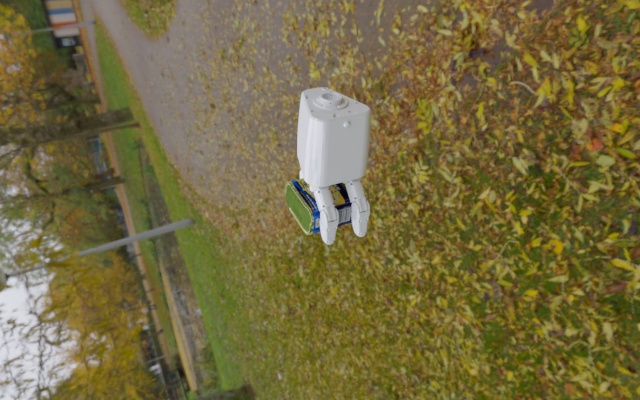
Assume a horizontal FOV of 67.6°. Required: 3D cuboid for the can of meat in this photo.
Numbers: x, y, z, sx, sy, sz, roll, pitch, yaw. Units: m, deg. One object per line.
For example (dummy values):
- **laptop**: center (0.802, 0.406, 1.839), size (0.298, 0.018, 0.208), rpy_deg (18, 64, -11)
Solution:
- **can of meat**: center (0.000, 0.003, 0.758), size (0.084, 0.057, 0.102), rpy_deg (-14, 44, -24)
